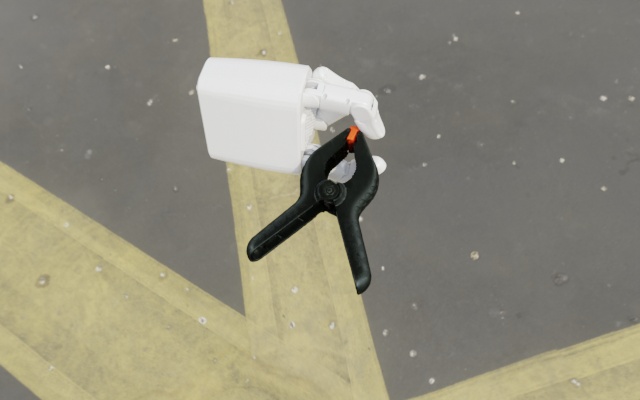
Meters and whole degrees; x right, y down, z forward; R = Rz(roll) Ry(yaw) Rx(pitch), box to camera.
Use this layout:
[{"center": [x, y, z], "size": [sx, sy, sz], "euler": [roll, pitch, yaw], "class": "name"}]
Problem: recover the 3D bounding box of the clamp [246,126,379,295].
[{"center": [0.000, 0.001, 0.468], "size": [0.120, 0.171, 0.039], "euler": [10, -28, 6], "class": "clamp"}]
